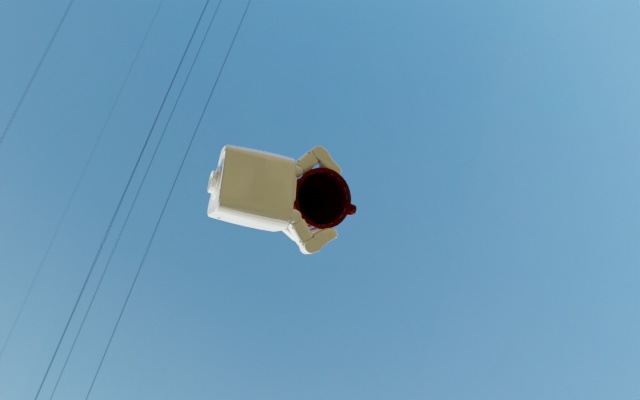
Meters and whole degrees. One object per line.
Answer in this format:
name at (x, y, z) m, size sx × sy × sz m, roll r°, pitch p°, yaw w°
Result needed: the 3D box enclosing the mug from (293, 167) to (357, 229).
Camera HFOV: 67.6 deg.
mug at (0.001, 0.003, 0.754) m, size 0.117 × 0.093 × 0.081 m, roll 13°, pitch -10°, yaw -21°
